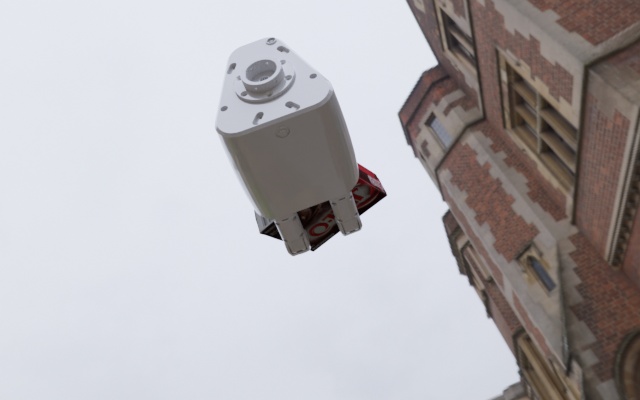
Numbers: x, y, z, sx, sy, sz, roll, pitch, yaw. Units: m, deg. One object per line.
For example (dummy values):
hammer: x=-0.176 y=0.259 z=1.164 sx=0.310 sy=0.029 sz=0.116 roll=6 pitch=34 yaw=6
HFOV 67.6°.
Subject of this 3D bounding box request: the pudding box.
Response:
pudding box: x=0.000 y=0.001 z=0.500 sx=0.113 sy=0.039 sz=0.090 roll=-37 pitch=-37 yaw=22
